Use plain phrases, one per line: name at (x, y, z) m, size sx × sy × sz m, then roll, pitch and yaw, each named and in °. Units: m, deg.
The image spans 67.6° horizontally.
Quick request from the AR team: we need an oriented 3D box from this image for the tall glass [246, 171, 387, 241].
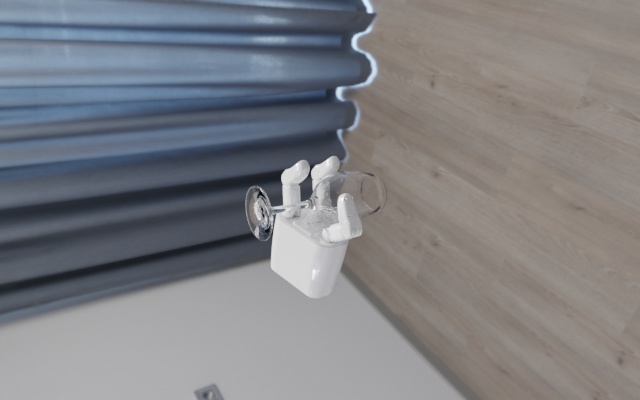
tall glass at (0.000, 0.002, 0.680) m, size 0.201 × 0.079 × 0.079 m, roll -11°, pitch 6°, yaw -33°
